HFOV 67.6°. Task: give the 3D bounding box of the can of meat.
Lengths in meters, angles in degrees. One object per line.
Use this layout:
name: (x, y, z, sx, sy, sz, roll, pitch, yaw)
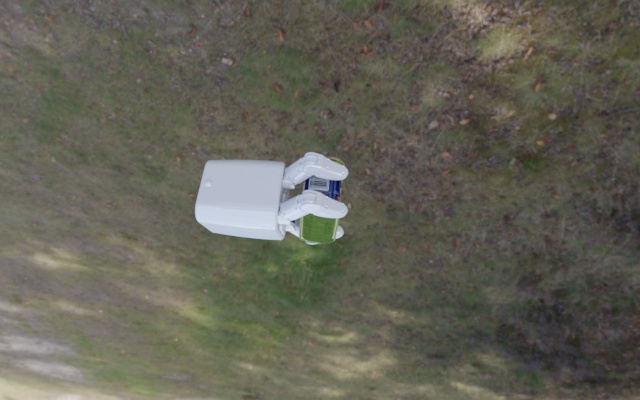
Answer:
can of meat: (0.000, 0.002, 0.658, 0.057, 0.084, 0.102, 5, -31, 0)
